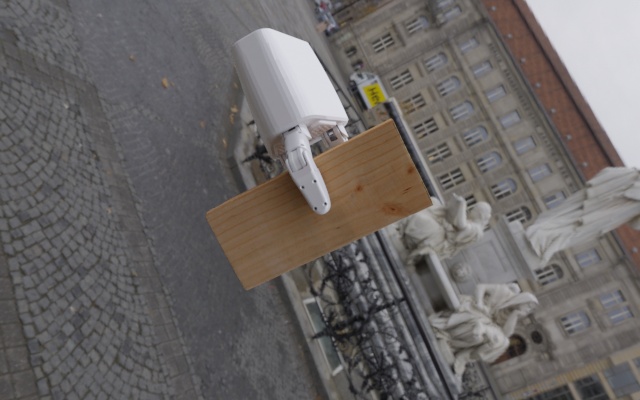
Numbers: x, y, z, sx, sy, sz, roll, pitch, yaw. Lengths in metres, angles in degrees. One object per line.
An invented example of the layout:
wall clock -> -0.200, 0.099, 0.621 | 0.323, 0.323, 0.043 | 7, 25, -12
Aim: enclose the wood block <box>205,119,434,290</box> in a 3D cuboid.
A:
wood block -> 0.000, 0.001, 0.499 | 0.206, 0.090, 0.091 | -26, 6, 11
